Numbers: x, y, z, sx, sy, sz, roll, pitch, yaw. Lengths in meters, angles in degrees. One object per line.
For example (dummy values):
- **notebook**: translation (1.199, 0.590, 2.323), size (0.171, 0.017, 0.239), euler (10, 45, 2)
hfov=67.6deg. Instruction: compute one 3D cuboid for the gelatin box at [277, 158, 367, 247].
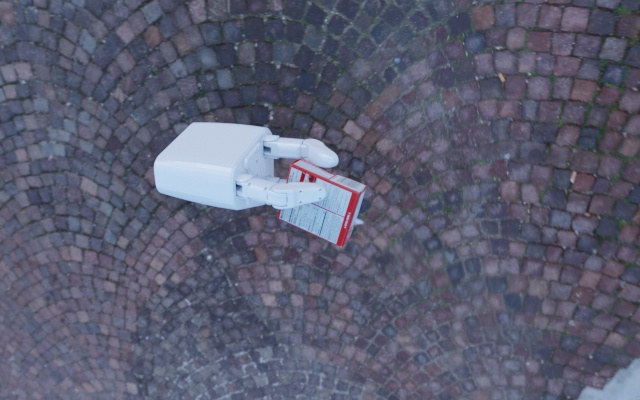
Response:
- **gelatin box**: translation (0.000, 0.002, 0.550), size (0.089, 0.073, 0.030), euler (24, 27, 16)
